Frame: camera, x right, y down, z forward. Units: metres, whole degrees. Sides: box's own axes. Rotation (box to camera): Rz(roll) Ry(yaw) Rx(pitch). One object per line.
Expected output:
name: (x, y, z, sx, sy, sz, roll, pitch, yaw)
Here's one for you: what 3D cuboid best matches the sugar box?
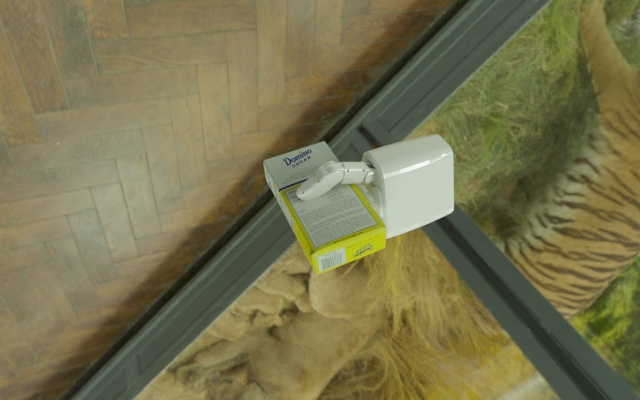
sugar box: (0.000, 0.002, 0.600, 0.093, 0.048, 0.176, -19, 45, -13)
